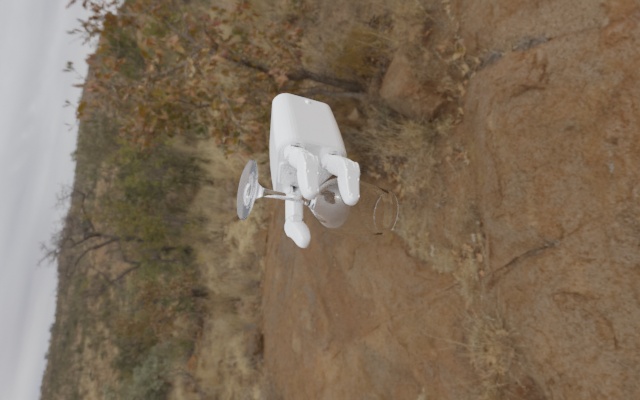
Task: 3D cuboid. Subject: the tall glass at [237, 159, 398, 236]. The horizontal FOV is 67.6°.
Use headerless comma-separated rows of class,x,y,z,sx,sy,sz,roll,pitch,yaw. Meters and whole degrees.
tall glass,-0.001,0.002,0.615,0.201,0.079,0.079,10,-4,-24
